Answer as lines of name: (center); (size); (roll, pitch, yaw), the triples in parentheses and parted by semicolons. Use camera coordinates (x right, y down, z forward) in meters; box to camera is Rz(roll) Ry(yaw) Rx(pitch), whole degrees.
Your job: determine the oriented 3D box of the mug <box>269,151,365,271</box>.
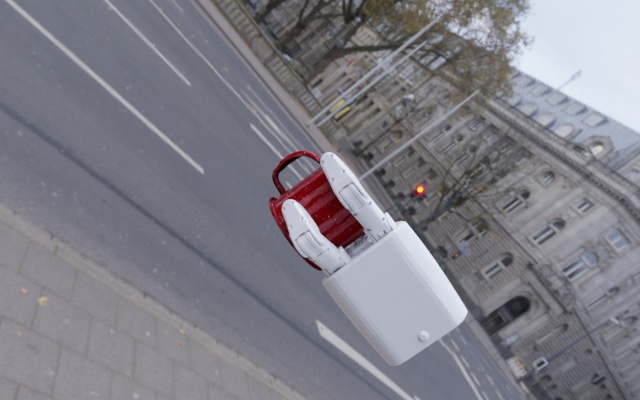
mug: (-0.001, 0.000, 0.491); (0.081, 0.117, 0.093); (-37, 0, 9)
